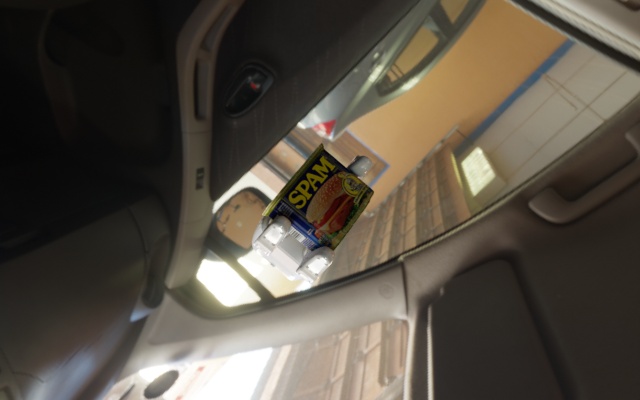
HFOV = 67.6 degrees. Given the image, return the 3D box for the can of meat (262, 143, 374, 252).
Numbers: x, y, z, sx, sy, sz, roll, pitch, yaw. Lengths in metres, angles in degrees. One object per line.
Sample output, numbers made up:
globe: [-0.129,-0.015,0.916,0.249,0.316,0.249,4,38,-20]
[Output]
can of meat: [0.000,0.002,0.532,0.084,0.102,0.057,40,-26,-3]
